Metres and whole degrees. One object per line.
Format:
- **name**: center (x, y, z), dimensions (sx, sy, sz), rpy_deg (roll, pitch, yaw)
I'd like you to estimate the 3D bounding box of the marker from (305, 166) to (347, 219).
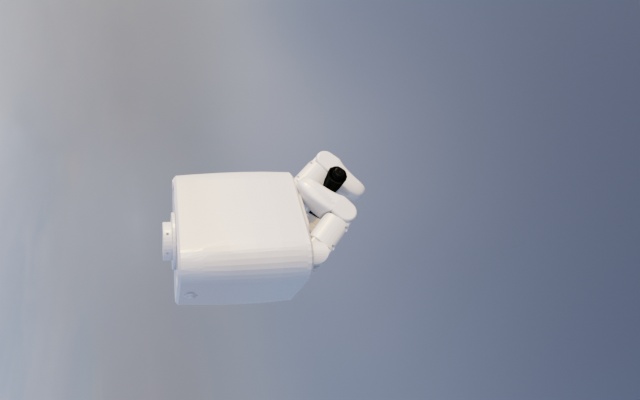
- **marker**: center (0.000, 0.002, 0.483), dimensions (0.020, 0.020, 0.121), rpy_deg (0, -27, -19)
